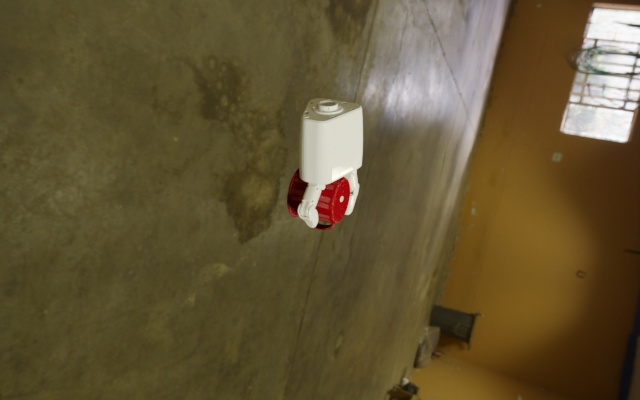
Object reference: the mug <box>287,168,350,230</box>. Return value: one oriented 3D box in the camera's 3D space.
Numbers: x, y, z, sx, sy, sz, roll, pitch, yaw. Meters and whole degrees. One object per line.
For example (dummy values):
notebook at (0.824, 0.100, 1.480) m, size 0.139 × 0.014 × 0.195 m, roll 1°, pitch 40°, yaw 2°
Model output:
mug at (0.000, 0.004, 0.826) m, size 0.081 × 0.117 × 0.093 m, roll 13°, pitch 34°, yaw 22°
